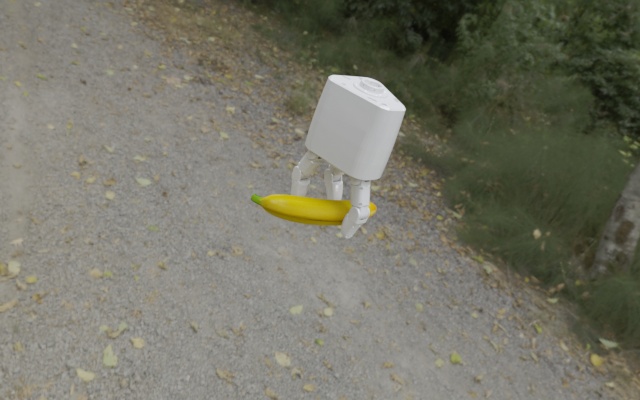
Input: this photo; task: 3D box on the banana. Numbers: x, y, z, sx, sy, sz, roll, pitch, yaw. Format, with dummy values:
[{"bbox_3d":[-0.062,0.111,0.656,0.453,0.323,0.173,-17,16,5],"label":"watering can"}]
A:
[{"bbox_3d":[0.001,0.011,0.702,0.198,0.037,0.069,7,26,-17],"label":"banana"}]
